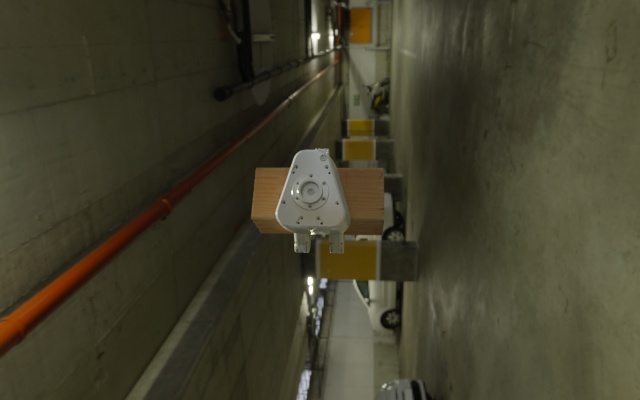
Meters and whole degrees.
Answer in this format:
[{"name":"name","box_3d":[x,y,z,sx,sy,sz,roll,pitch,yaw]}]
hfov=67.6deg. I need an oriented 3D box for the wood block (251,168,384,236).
[{"name":"wood block","box_3d":[0.000,0.002,0.788,0.206,0.090,0.090,1,-20,5]}]
